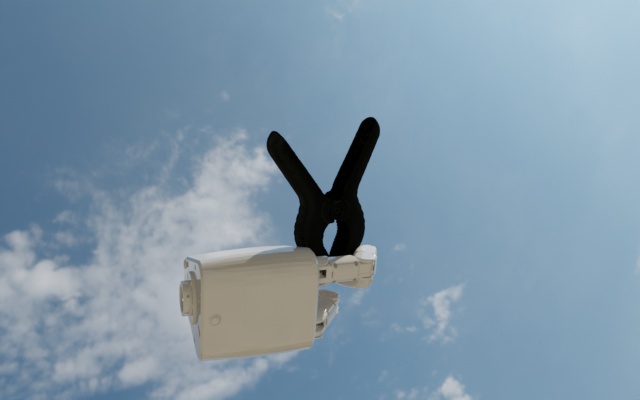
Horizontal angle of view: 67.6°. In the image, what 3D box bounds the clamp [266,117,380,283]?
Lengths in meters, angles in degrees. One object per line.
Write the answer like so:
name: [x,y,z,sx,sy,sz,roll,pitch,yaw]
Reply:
clamp: [0.000,0.002,0.475,0.120,0.171,0.039,-2,14,-24]
